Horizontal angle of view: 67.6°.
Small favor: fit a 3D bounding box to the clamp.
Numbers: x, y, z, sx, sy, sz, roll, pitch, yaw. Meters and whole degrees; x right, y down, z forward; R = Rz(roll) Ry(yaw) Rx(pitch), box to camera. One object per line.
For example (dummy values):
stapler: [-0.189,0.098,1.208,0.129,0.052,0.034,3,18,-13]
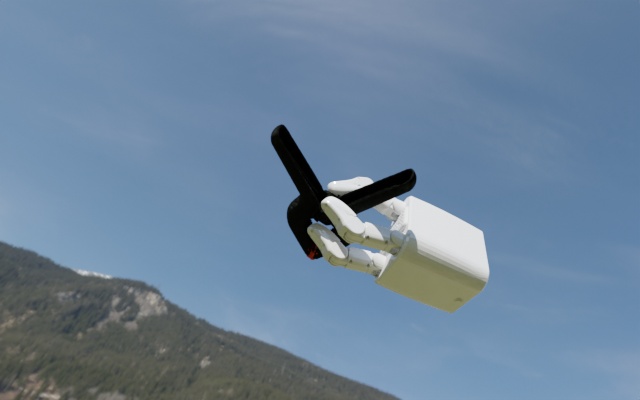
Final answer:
clamp: [0.000,0.002,0.583,0.164,0.036,0.210,24,-40,-3]
